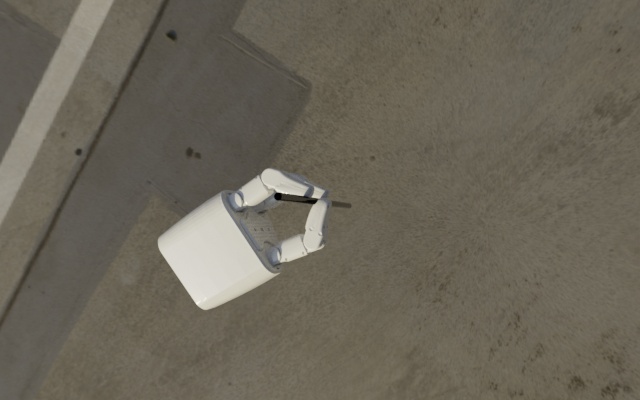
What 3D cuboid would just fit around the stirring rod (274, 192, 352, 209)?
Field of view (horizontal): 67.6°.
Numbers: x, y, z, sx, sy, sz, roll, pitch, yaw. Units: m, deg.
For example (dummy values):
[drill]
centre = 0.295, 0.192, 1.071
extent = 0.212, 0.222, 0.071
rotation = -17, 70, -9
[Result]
[stirring rod]
centre = 0.000, 0.002, 0.556
extent = 0.011, 0.011, 0.239
rotation = 0, -3, 19
